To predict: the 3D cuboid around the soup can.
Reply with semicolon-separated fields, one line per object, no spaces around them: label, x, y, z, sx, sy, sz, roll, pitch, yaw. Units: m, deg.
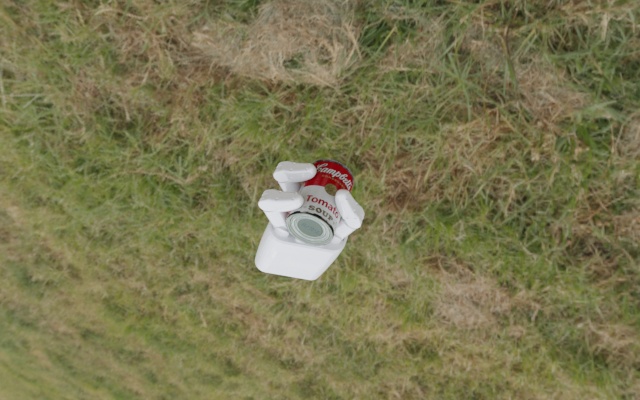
soup can;0.000;0.002;0.649;0.068;0.102;0.069;13;-40;11
